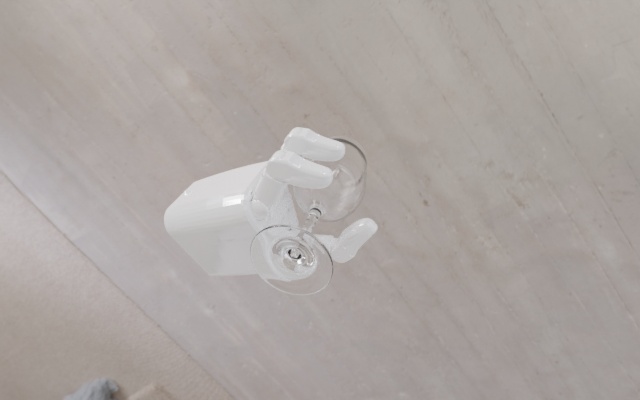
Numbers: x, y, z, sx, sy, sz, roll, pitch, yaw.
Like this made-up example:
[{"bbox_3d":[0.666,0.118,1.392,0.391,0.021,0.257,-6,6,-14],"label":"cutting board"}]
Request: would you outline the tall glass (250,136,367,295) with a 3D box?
[{"bbox_3d":[0.000,0.002,0.485,0.079,0.079,0.201,0,31,18],"label":"tall glass"}]
